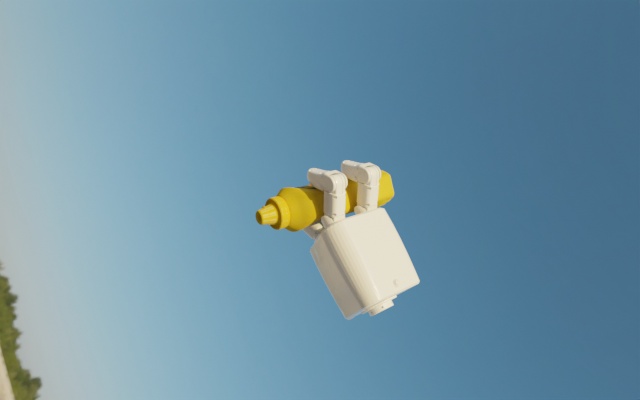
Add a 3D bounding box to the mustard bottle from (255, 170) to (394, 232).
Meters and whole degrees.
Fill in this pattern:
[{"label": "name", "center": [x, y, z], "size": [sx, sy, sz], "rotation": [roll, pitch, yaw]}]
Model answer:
[{"label": "mustard bottle", "center": [0.000, 0.002, 0.635], "size": [0.191, 0.058, 0.096], "rotation": [-15, 6, -36]}]
